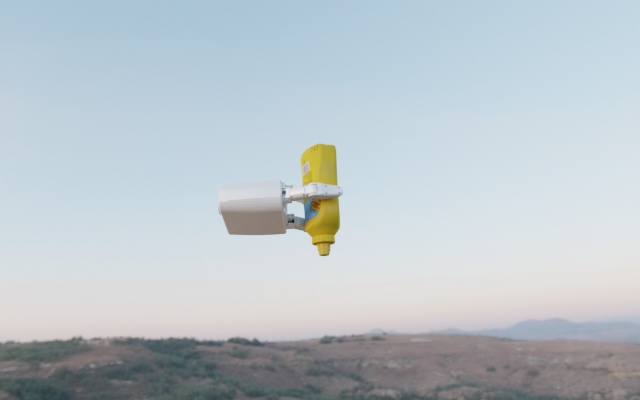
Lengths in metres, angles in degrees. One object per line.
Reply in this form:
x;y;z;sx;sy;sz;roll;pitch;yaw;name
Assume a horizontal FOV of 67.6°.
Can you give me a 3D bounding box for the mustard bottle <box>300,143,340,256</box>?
0.000;0.003;0.845;0.058;0.191;0.096;4;-18;-24;mustard bottle
